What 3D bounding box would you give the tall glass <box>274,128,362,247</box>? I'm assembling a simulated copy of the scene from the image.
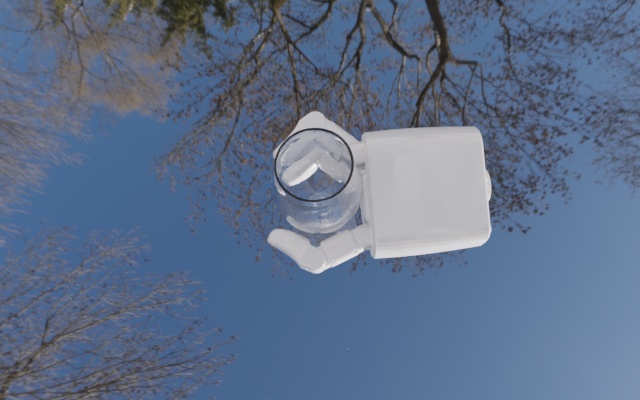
[{"bbox_3d":[0.000,0.002,0.460,0.079,0.079,0.201,0,-17,3],"label":"tall glass"}]
